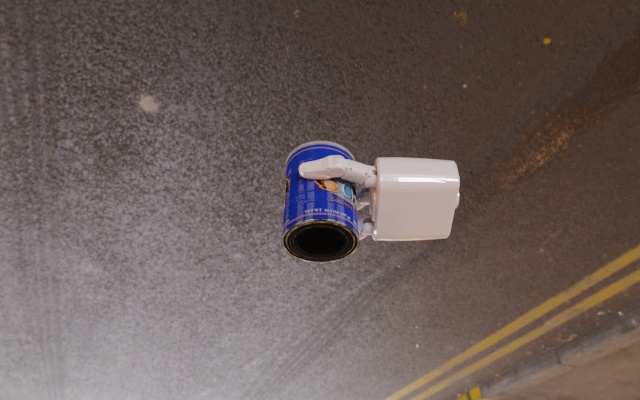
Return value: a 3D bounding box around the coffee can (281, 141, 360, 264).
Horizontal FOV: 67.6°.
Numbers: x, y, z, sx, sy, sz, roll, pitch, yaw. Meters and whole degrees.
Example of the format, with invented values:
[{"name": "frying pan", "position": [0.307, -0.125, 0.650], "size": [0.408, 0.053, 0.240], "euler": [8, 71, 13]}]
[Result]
[{"name": "coffee can", "position": [0.000, 0.002, 0.662], "size": [0.103, 0.140, 0.103], "euler": [0, -39, 0]}]
